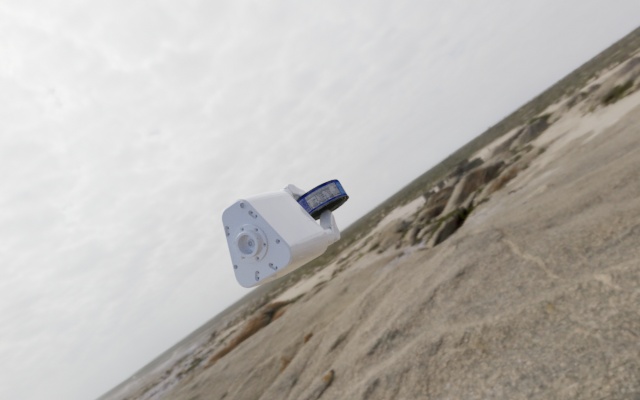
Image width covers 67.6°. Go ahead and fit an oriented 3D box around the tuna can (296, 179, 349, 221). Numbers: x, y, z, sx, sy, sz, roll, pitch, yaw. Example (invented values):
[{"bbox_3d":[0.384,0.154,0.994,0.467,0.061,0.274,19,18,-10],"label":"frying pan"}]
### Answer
[{"bbox_3d":[0.000,0.002,0.747,0.086,0.033,0.086,-29,-11,-6],"label":"tuna can"}]
